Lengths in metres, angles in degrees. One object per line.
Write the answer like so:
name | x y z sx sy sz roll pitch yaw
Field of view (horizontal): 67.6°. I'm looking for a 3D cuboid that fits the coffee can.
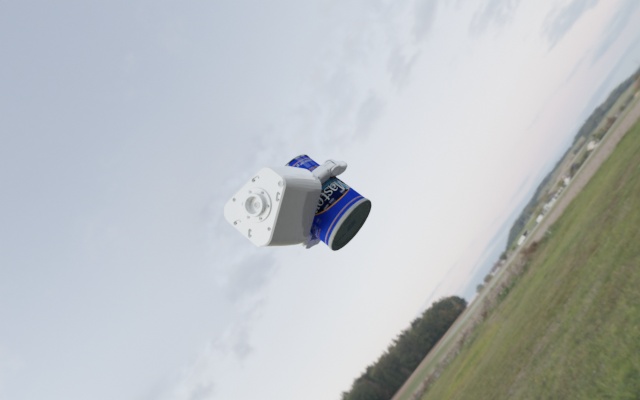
coffee can | 0.000 0.003 0.801 0.140 0.103 0.103 37 16 22
